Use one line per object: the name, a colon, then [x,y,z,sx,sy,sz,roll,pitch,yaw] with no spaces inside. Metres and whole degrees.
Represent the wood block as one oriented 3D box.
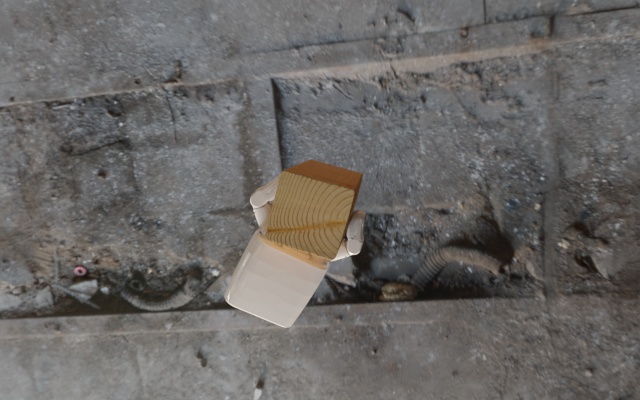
wood block: [0.000,0.003,0.656,0.091,0.090,0.206,17,11,5]
